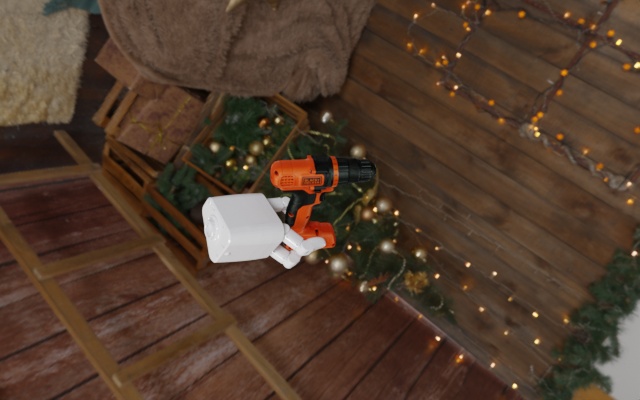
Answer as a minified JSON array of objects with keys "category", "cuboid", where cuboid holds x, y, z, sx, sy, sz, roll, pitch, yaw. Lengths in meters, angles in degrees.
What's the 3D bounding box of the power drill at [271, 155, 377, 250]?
[{"category":"power drill","cuboid":[0.000,0.003,0.861,0.184,0.188,0.057,-2,38,-11]}]
